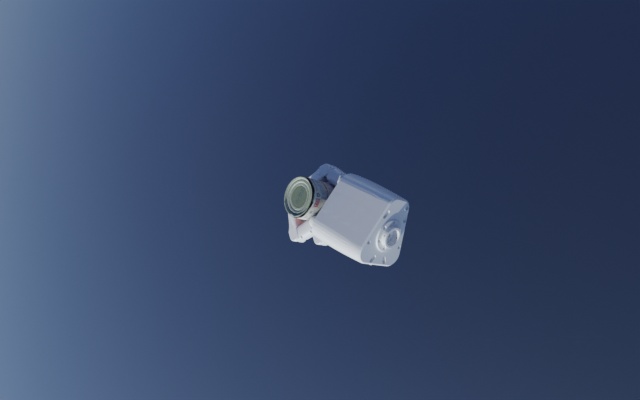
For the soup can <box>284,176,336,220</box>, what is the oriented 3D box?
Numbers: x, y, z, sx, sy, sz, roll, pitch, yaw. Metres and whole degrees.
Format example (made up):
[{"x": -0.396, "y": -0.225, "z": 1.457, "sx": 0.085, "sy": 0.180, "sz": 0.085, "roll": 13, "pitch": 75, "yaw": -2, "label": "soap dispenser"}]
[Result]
[{"x": 0.000, "y": 0.002, "z": 0.776, "sx": 0.102, "sy": 0.068, "sz": 0.068, "roll": 13, "pitch": -9, "yaw": -44, "label": "soup can"}]
